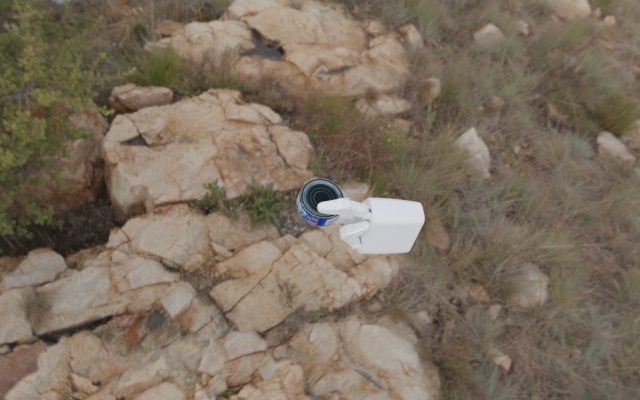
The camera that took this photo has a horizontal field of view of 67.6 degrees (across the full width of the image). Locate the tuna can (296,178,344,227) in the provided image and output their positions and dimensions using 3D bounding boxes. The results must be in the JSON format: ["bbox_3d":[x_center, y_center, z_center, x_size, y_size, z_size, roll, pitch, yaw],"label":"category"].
[{"bbox_3d":[0.000,0.003,0.878,0.086,0.086,0.034,0,-28,-14],"label":"tuna can"}]
